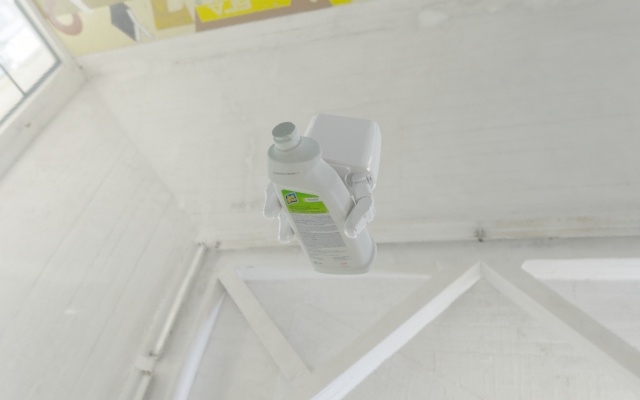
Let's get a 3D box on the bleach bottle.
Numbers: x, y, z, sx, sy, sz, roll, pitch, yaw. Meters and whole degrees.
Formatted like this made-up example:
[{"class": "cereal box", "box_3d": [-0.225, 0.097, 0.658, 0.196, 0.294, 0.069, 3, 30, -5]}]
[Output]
[{"class": "bleach bottle", "box_3d": [0.000, 0.002, 0.631, 0.102, 0.068, 0.251, -3, -43, 19]}]
